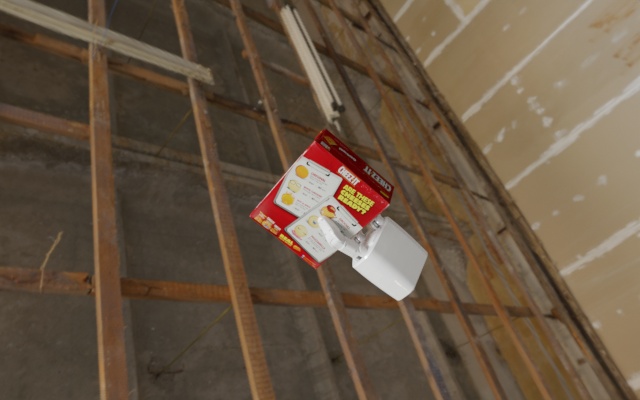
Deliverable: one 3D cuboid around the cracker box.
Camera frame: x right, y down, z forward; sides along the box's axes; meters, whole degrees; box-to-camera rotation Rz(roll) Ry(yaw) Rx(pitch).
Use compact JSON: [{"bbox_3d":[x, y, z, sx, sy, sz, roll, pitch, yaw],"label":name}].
[{"bbox_3d":[0.000,0.003,0.857,0.214,0.164,0.072,-46,9,34],"label":"cracker box"}]
